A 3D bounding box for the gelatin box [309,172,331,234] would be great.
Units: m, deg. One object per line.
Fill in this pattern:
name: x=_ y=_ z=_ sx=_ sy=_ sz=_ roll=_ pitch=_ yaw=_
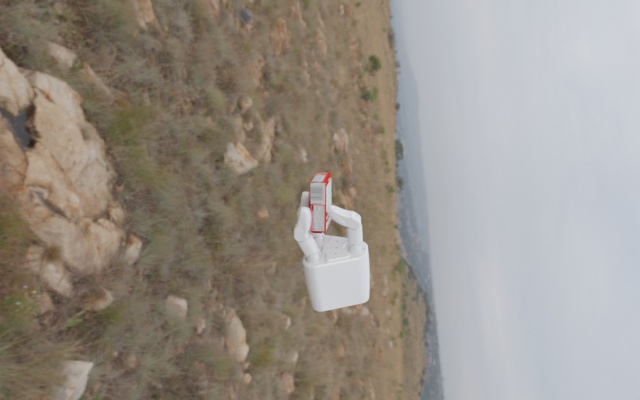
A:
gelatin box: x=0.001 y=0.002 z=0.811 sx=0.030 sy=0.089 sz=0.073 roll=3 pitch=17 yaw=8
